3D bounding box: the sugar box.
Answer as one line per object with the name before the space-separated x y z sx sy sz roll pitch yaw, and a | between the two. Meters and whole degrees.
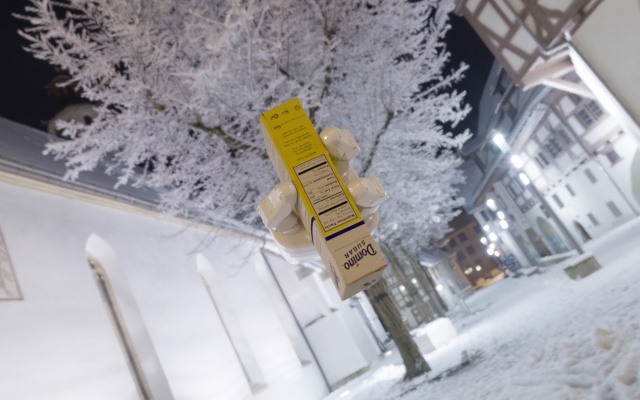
sugar box | 0.001 0.001 0.450 0.048 0.176 0.093 -27 -17 -9
